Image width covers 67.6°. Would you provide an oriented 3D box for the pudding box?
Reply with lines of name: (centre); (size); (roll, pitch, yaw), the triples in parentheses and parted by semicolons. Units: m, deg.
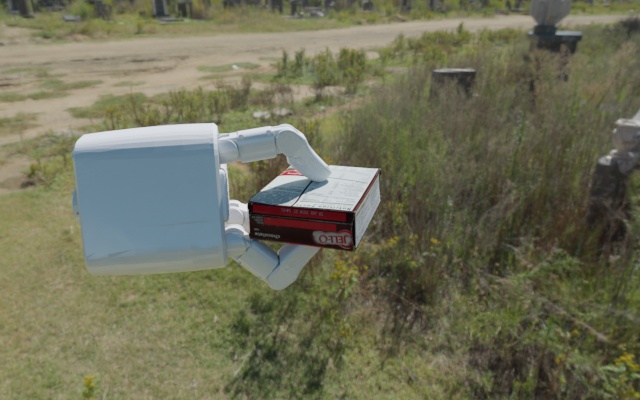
pudding box: (0.000, 0.001, 0.417); (0.090, 0.039, 0.113); (6, 25, 16)
